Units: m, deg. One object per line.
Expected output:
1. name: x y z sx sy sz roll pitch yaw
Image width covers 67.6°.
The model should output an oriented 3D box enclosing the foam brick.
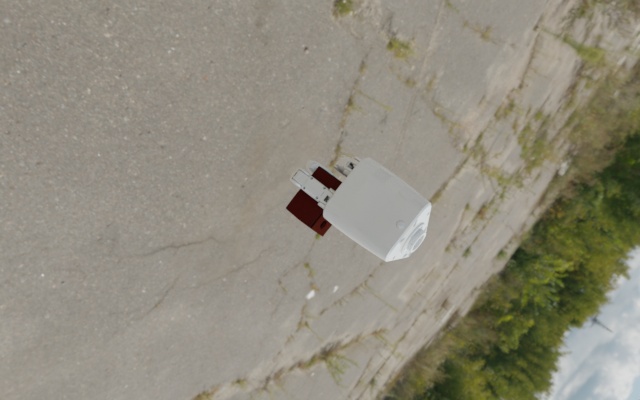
1. foam brick: 0.000 0.002 0.668 0.051 0.078 0.053 38 -2 24
